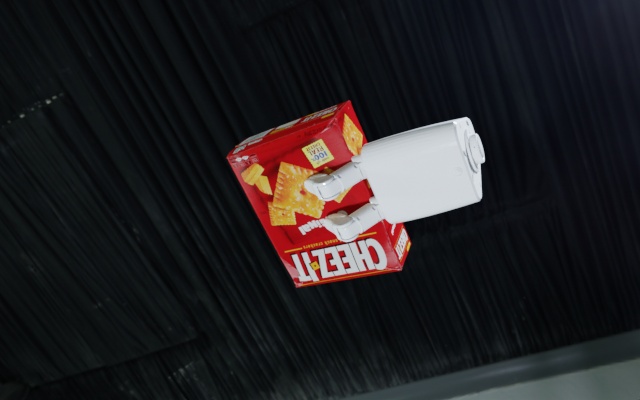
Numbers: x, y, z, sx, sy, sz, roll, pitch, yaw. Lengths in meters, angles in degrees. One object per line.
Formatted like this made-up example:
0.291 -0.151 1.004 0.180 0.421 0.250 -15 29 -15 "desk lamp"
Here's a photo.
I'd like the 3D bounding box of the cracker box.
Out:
0.000 0.002 0.617 0.164 0.214 0.072 -14 22 29 "cracker box"
